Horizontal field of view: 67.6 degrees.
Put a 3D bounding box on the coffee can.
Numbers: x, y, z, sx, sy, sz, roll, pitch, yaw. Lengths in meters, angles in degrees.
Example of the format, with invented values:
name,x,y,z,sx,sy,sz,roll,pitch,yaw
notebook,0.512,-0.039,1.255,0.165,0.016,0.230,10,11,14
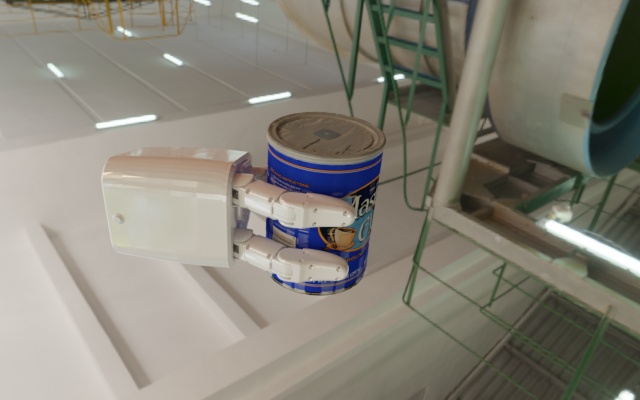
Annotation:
name,x,y,z,sx,sy,sz,roll,pitch,yaw
coffee can,0.000,0.001,0.444,0.103,0.140,0.102,4,30,-2
